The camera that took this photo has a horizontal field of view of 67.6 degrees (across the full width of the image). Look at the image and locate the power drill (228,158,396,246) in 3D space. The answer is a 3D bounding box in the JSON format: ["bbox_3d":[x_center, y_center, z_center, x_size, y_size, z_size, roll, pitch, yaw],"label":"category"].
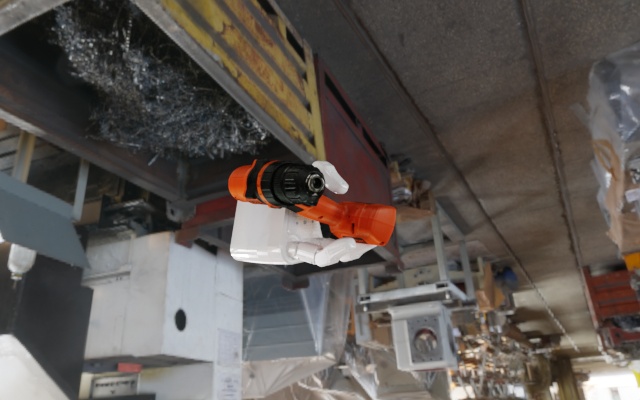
[{"bbox_3d":[0.000,0.002,0.579,0.188,0.057,0.184,24,-10,-32],"label":"power drill"}]
